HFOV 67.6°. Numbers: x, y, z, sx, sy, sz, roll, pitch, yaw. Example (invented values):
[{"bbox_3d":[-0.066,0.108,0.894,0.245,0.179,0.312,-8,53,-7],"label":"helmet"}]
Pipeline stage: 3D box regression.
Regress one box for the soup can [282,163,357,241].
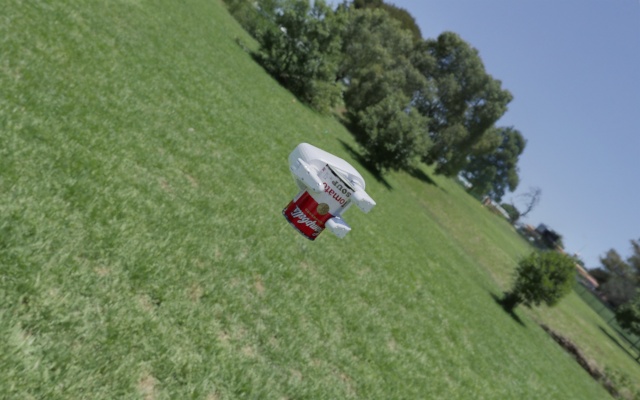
[{"bbox_3d":[0.000,0.002,0.728,0.068,0.102,0.068,43,8,-8],"label":"soup can"}]
